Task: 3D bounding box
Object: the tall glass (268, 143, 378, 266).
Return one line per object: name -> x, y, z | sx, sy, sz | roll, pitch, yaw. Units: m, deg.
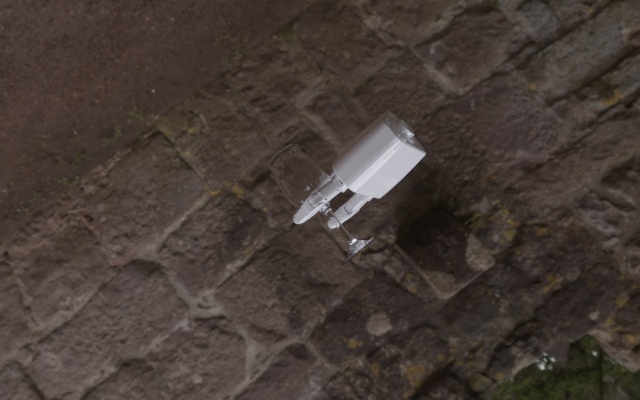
tall glass -> 0.000, 0.003, 0.766 | 0.079, 0.201, 0.079 | -38, -11, -8
